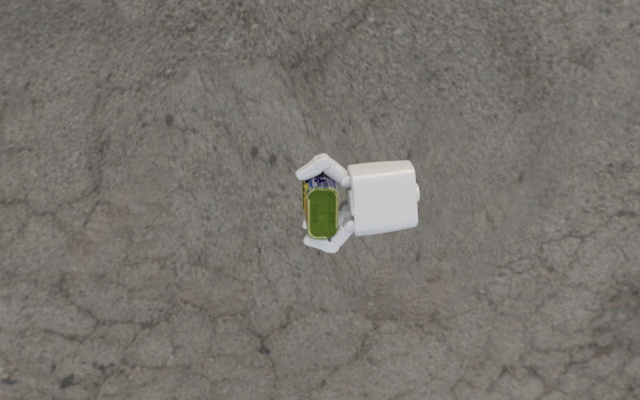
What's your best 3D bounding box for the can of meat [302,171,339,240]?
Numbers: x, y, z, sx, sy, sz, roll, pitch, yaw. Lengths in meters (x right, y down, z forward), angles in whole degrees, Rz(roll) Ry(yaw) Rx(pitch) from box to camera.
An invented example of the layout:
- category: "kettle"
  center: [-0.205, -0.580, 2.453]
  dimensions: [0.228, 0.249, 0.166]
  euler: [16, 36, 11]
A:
- category: "can of meat"
  center: [0.000, 0.003, 0.798]
  dimensions: [0.057, 0.102, 0.084]
  euler: [-3, 30, -5]
